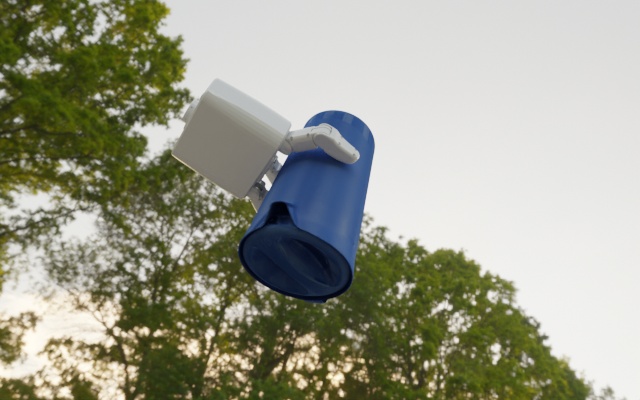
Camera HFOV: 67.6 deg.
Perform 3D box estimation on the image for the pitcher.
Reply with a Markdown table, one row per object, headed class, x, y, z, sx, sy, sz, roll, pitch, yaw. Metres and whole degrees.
| class | x | y | z | sx | sy | sz | roll | pitch | yaw |
| --- | --- | --- | --- | --- | --- | --- | --- | --- | --- |
| pitcher | 0.000 | 0.002 | 0.616 | 0.145 | 0.242 | 0.149 | 31 | -44 | -13 |
